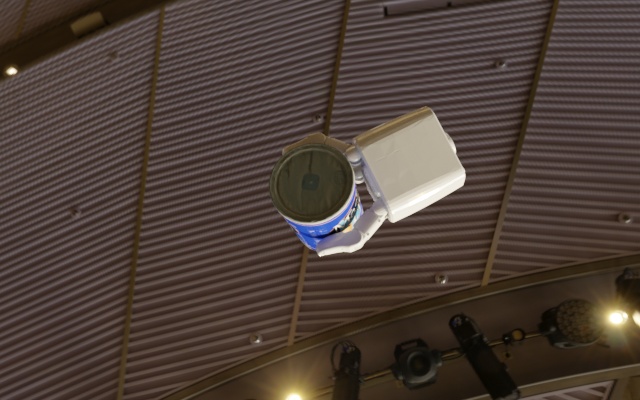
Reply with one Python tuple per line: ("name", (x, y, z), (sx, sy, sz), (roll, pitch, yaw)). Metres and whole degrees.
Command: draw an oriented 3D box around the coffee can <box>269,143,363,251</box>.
("coffee can", (0.000, 0.002, 0.624), (0.103, 0.102, 0.140), (0, -20, 10))
